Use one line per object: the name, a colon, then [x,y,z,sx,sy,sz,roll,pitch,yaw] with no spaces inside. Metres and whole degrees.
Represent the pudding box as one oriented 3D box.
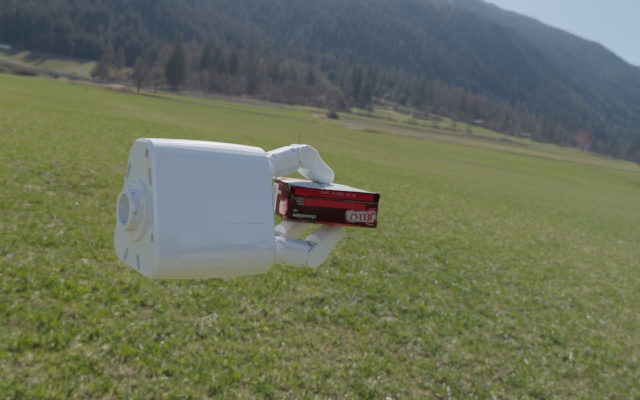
pudding box: [0.000,0.001,0.493,0.090,0.039,0.113,6,6,-14]
